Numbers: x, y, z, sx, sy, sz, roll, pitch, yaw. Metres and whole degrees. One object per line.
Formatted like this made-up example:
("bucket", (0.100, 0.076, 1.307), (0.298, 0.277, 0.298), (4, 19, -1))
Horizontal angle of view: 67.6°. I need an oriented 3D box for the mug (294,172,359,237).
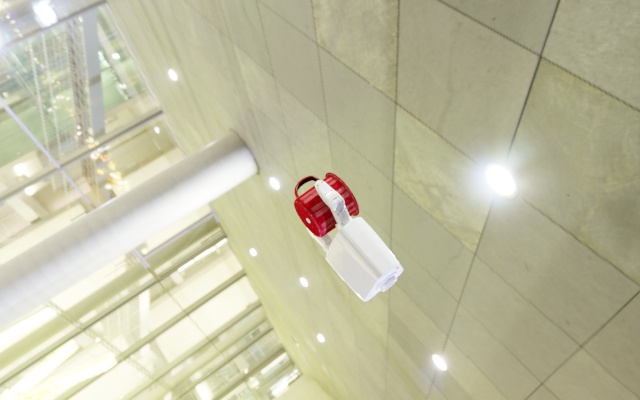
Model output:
("mug", (-0.001, 0.002, 0.841), (0.081, 0.117, 0.093), (-36, -24, -17))
